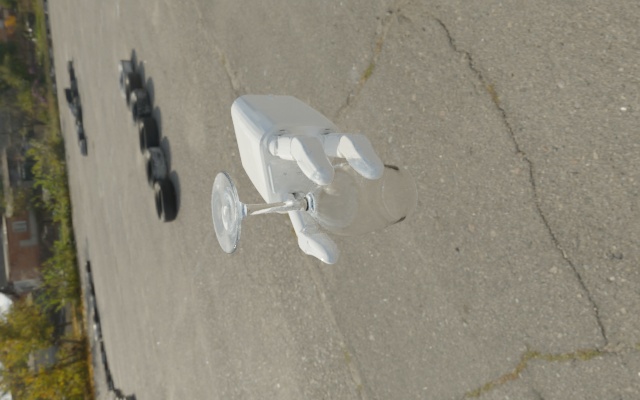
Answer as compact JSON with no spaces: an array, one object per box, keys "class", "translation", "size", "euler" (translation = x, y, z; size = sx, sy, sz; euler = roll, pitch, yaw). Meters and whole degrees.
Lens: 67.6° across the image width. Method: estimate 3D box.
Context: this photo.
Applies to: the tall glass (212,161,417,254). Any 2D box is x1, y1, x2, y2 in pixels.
[{"class":"tall glass","translation":[0.000,0.002,0.476],"size":[0.201,0.079,0.079],"euler":[-6,3,-29]}]
